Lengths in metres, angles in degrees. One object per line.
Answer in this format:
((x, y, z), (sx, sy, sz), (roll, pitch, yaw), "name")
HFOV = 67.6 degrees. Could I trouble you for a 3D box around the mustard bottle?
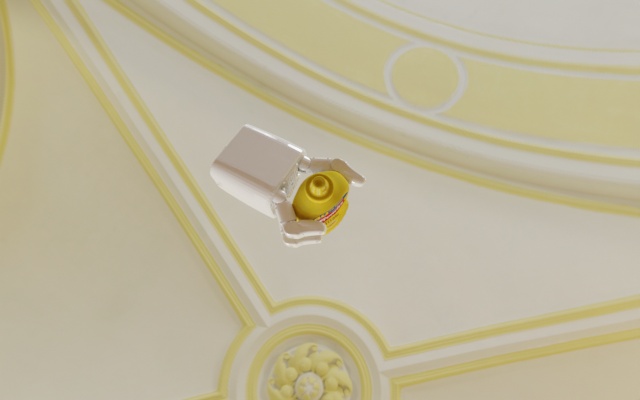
((0.000, 0.003, 0.727), (0.096, 0.058, 0.192), (-36, -15, -9), "mustard bottle")
